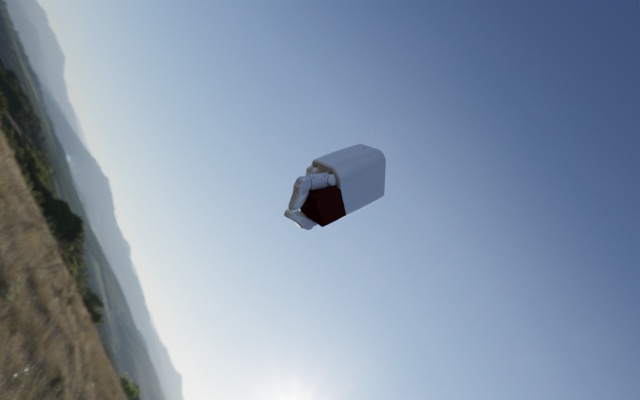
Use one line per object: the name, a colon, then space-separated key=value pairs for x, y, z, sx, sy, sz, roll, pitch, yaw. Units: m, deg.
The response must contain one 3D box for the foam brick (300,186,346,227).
foam brick: x=0.000 y=0.003 z=0.824 sx=0.051 sy=0.053 sz=0.078 roll=-23 pitch=27 yaw=-22
